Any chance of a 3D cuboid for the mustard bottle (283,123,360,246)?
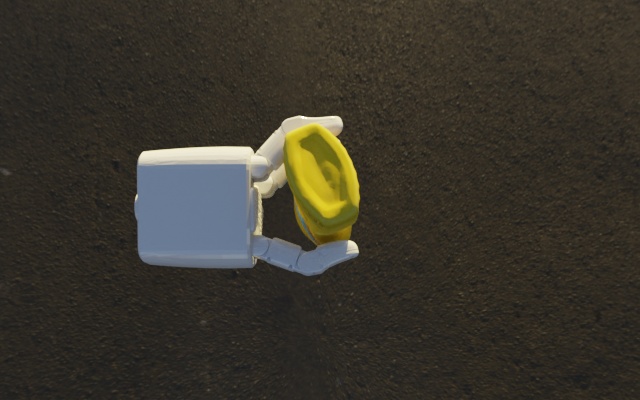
[{"bbox_3d":[0.000,0.001,0.496,0.058,0.096,0.192,-24,-15,-7],"label":"mustard bottle"}]
